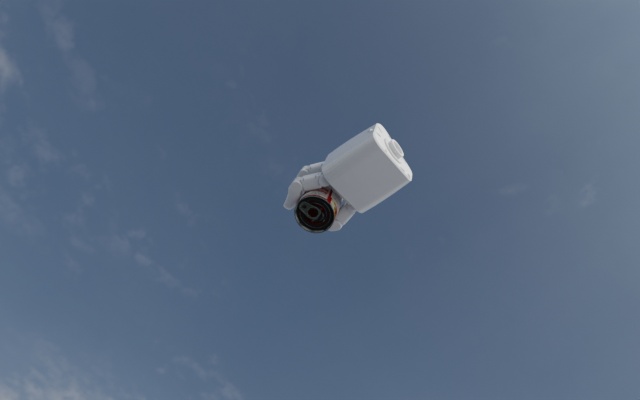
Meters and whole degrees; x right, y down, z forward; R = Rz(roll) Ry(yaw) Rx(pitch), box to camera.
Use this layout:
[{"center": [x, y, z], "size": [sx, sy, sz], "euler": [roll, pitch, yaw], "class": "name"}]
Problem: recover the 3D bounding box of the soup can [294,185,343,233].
[{"center": [0.000, 0.003, 0.823], "size": [0.068, 0.068, 0.102], "euler": [0, 25, 13], "class": "soup can"}]
